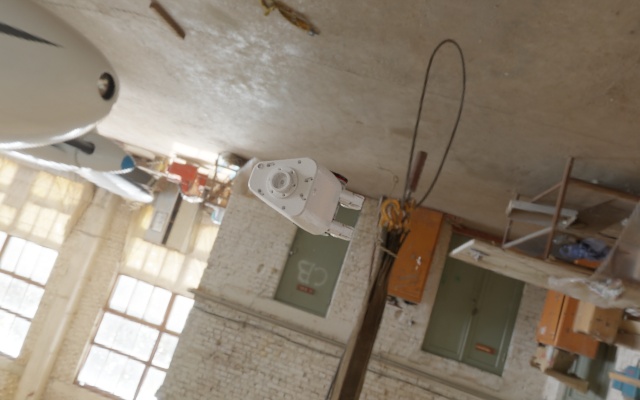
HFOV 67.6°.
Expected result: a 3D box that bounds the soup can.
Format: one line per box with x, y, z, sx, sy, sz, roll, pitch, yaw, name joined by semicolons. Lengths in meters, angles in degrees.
0.000;0.003;0.819;0.068;0.102;0.068;18;-9;3;soup can
